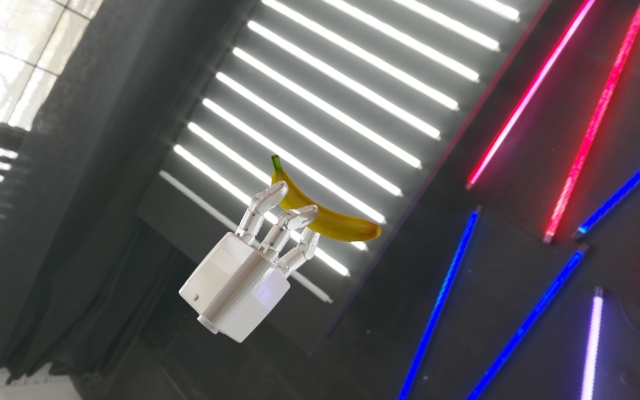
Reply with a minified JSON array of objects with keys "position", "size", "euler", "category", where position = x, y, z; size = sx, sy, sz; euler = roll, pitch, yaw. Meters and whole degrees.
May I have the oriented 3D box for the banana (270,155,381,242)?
[{"position":[-0.005,0.013,0.676],"size":[0.197,0.070,0.037],"euler":[34,49,20],"category":"banana"}]
